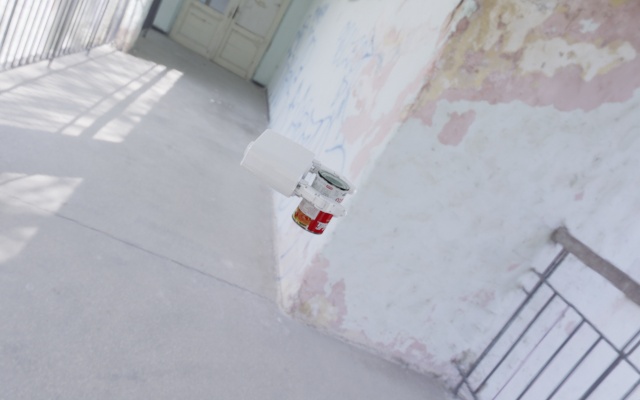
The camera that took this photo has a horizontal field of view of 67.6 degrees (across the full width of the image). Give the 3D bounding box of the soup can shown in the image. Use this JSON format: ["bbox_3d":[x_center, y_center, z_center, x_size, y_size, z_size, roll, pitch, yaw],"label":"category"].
[{"bbox_3d":[0.001,0.003,0.879,0.068,0.102,0.068,28,17,-9],"label":"soup can"}]
